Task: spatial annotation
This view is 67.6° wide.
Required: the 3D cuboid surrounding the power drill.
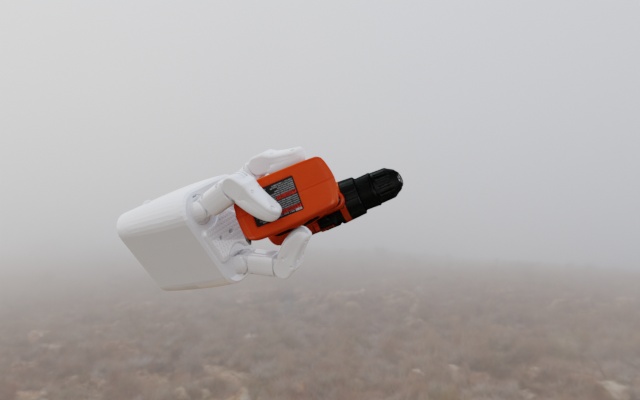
[{"bbox_3d":[0.000,0.002,0.533,0.184,0.057,0.188,-24,-12,10],"label":"power drill"}]
